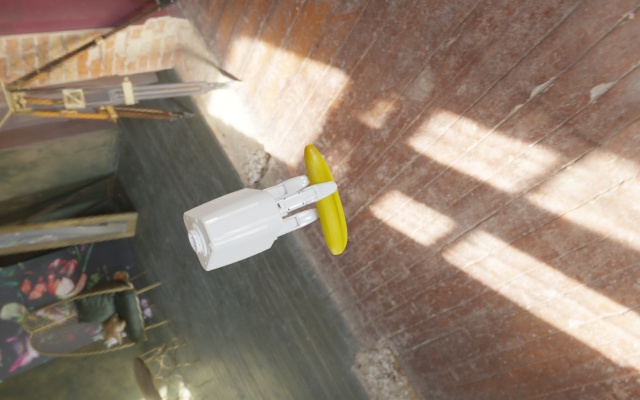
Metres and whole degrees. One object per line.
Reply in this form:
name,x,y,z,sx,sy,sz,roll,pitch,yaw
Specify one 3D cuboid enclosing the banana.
banana,0.009,0.010,0.754,0.037,0.198,0.069,-21,23,-20
